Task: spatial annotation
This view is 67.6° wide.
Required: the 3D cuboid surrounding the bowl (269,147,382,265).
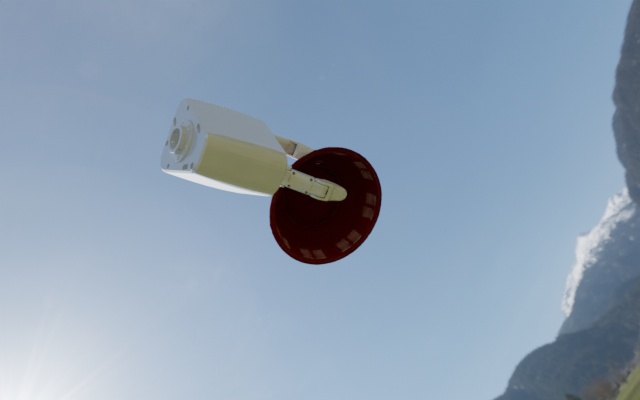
[{"bbox_3d":[0.001,0.003,0.642,0.162,0.162,0.055,0,18,-25],"label":"bowl"}]
